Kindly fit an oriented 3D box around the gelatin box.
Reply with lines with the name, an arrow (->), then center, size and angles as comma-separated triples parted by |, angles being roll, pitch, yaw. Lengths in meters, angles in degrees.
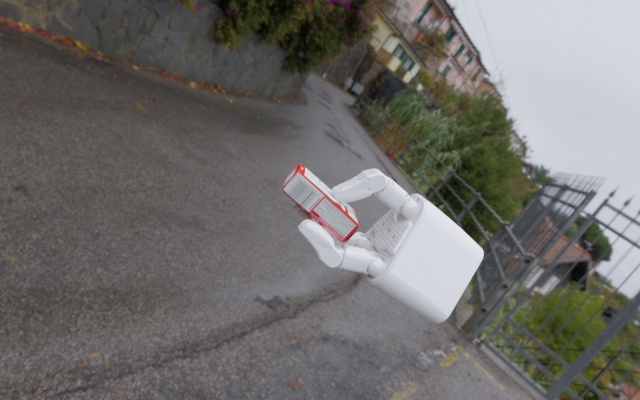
gelatin box -> 0.000, 0.001, 0.526 | 0.089, 0.030, 0.073 | 42, 8, -8
